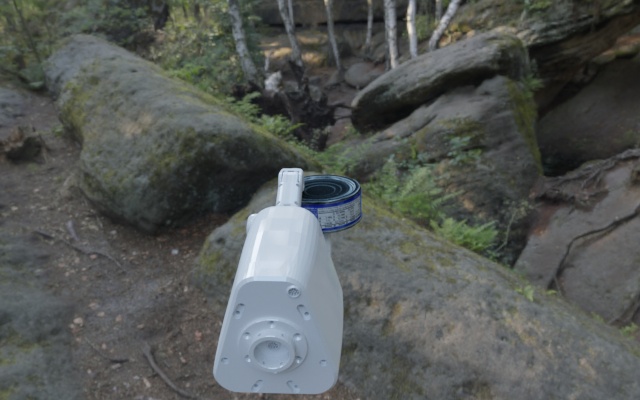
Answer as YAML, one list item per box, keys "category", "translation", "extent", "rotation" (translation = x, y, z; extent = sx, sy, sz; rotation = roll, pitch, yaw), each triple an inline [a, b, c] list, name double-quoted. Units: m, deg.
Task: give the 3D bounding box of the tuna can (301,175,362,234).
- category: "tuna can"
  translation: [0.000, 0.001, 0.494]
  extent: [0.086, 0.034, 0.086]
  rotation: [-3, 21, 1]
